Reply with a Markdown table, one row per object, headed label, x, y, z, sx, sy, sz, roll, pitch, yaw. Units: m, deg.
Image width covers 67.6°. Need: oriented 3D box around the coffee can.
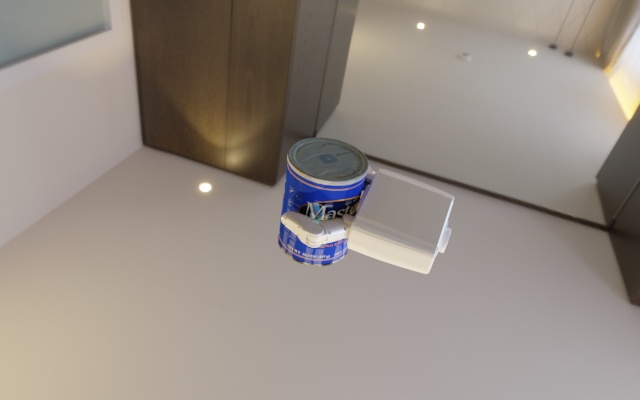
| label | x | y | z | sx | sy | sz | roll | pitch | yaw |
| --- | --- | --- | --- | --- | --- | --- | --- | --- | --- |
| coffee can | 0.000 | 0.002 | 0.636 | 0.103 | 0.140 | 0.102 | 7 | 36 | -5 |
